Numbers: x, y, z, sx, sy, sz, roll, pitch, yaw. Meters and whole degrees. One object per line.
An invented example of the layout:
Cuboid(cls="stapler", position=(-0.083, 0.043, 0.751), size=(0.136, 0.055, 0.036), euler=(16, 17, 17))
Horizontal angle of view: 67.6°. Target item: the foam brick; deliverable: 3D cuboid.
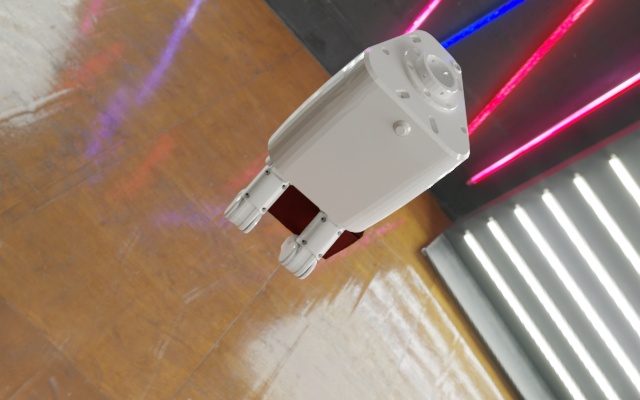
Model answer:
Cuboid(cls="foam brick", position=(0.000, 0.001, 0.406), size=(0.051, 0.078, 0.053), euler=(-36, 18, 43))
